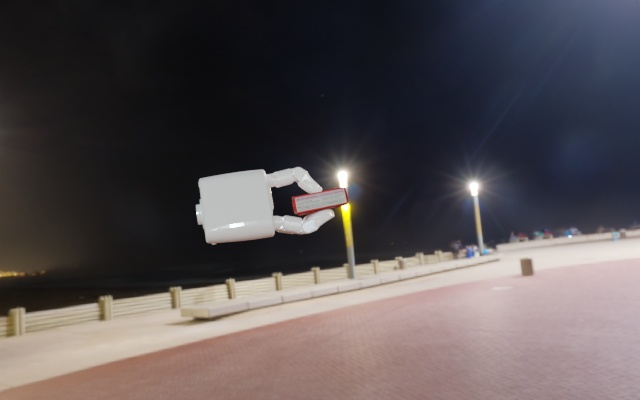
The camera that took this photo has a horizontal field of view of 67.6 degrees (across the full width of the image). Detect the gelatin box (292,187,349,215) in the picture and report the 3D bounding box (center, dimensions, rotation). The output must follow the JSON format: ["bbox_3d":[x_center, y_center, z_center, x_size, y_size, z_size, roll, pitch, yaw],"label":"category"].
[{"bbox_3d":[0.000,0.002,0.788,0.089,0.030,0.073,-12,-4,0],"label":"gelatin box"}]
